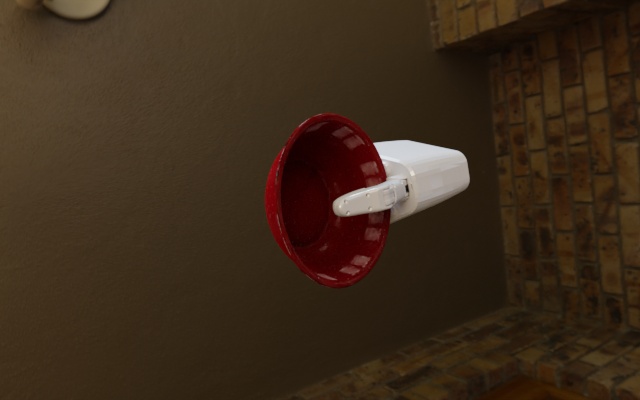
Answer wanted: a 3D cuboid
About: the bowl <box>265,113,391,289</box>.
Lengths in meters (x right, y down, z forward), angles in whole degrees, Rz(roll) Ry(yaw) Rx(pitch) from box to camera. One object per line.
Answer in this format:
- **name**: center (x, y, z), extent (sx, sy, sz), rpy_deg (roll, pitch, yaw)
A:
- **bowl**: center (-0.001, 0.001, 0.459), extent (0.055, 0.162, 0.162), rpy_deg (-5, -3, 42)
